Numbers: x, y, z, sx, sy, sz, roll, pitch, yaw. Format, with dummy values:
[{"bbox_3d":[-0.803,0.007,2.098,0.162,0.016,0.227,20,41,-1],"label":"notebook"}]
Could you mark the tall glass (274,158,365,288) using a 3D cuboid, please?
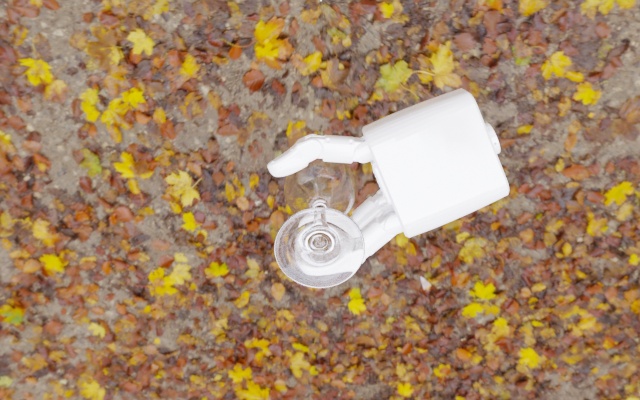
[{"bbox_3d":[0.000,0.002,0.479,0.079,0.079,0.201,0,23,0],"label":"tall glass"}]
